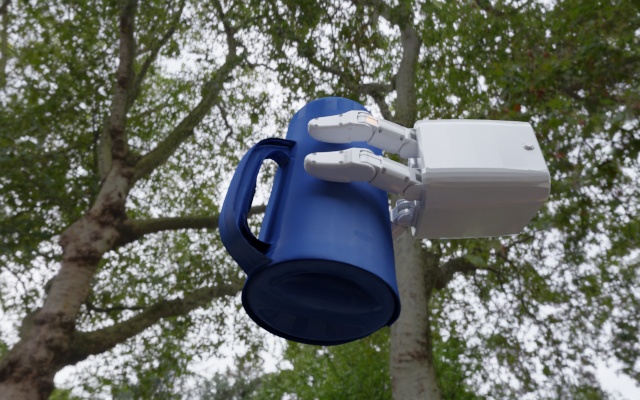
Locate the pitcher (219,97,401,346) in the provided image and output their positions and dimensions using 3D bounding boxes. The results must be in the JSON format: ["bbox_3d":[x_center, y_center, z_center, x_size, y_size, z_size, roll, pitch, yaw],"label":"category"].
[{"bbox_3d":[0.000,0.002,0.468,0.145,0.242,0.149,0,-44,5],"label":"pitcher"}]
